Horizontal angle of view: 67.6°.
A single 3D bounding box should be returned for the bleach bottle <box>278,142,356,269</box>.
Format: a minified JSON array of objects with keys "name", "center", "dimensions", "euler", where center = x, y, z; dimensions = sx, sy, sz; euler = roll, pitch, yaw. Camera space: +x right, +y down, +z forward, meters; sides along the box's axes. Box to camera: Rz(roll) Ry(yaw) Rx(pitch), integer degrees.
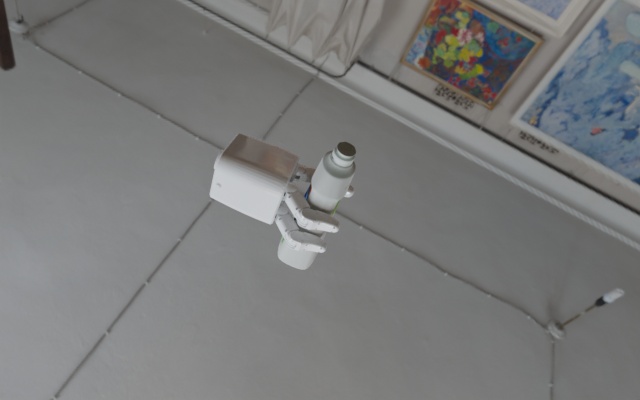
[{"name":"bleach bottle","center":[0.000,0.003,0.741],"dimensions":[0.068,0.102,0.251],"euler":[24,-43,-2]}]
